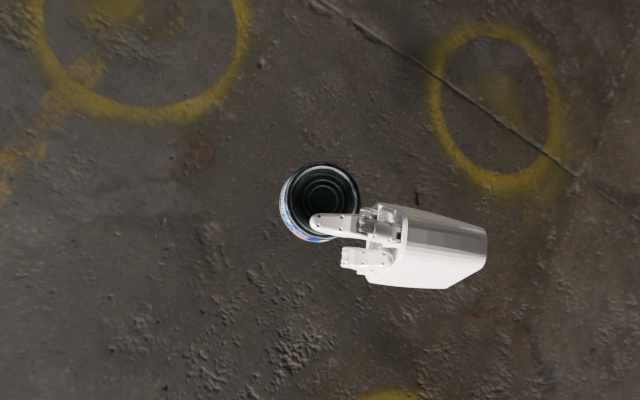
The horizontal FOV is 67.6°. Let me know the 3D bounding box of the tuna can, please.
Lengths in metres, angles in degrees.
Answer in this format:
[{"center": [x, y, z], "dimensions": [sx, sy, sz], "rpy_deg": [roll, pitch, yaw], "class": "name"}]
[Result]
[{"center": [0.000, 0.002, 0.518], "dimensions": [0.086, 0.086, 0.034], "rpy_deg": [0, -7, -14], "class": "tuna can"}]
